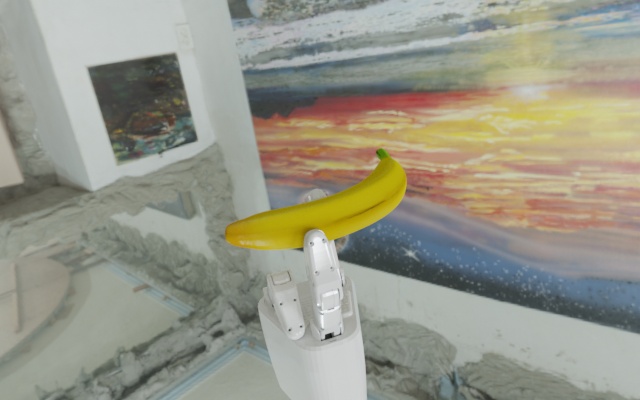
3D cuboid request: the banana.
[{"bbox_3d":[0.015,0.004,0.417,0.197,0.037,0.069,-26,30,-35],"label":"banana"}]
